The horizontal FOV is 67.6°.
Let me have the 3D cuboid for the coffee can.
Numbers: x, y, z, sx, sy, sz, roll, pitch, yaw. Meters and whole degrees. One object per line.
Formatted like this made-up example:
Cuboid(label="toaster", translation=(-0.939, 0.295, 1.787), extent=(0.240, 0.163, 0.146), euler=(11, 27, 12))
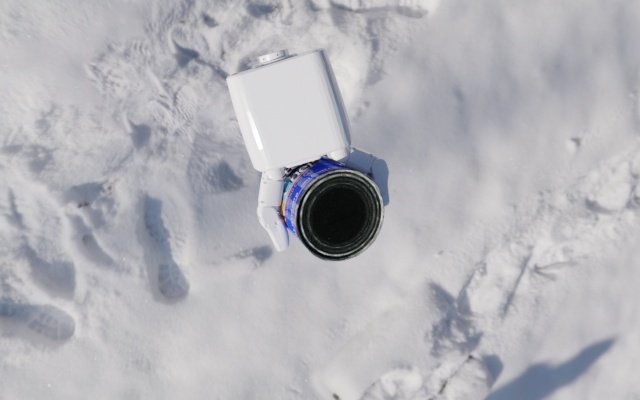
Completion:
Cuboid(label="coffee can", translation=(0.000, 0.002, 0.571), extent=(0.103, 0.103, 0.140), euler=(0, 13, -19))
